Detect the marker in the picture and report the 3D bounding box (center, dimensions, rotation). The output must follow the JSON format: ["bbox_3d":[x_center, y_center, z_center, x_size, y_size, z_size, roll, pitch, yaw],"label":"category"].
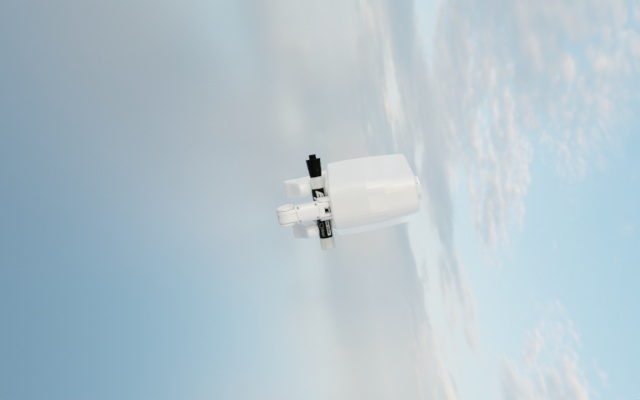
[{"bbox_3d":[0.000,0.002,0.599,0.020,0.121,0.020,-10,8,1],"label":"marker"}]
